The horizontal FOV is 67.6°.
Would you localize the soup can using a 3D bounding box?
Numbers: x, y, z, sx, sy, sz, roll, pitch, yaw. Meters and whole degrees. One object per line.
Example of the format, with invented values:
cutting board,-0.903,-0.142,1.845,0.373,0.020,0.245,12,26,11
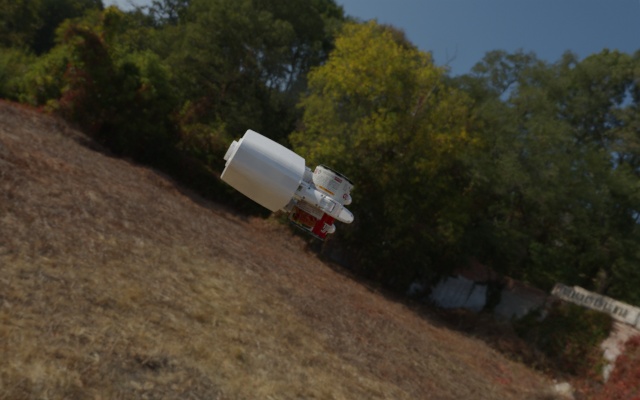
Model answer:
soup can,0.001,0.002,0.751,0.068,0.102,0.068,30,-2,1
